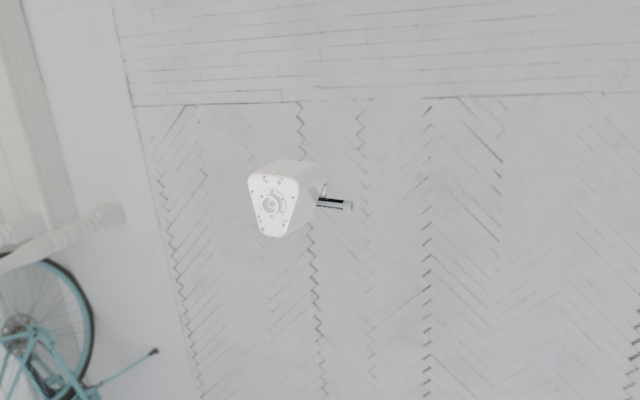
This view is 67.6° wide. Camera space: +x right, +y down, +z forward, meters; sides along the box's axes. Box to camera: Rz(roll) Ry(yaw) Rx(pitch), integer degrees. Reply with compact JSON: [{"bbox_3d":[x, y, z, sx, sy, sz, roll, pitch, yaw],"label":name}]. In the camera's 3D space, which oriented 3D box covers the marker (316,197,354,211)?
[{"bbox_3d":[0.000,0.003,0.867,0.121,0.020,0.020,7,2,20],"label":"marker"}]
